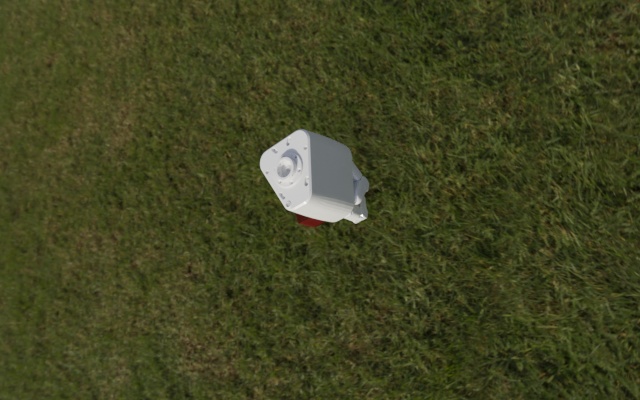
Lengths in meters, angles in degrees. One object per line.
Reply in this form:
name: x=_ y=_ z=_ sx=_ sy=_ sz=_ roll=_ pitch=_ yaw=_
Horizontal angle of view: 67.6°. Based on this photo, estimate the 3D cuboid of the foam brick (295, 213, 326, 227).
foam brick: x=0.000 y=0.003 z=0.770 sx=0.078 sy=0.053 sz=0.051 roll=-29 pitch=-24 yaw=28
